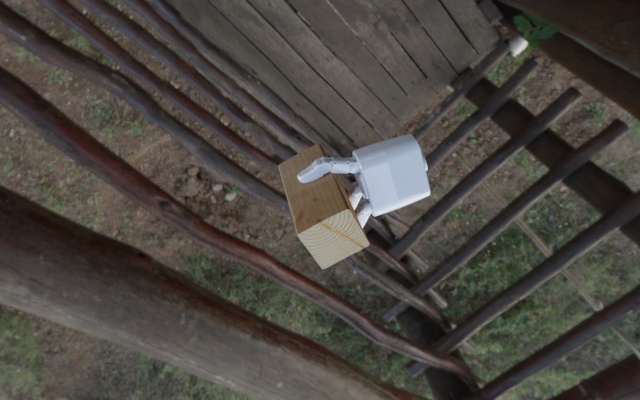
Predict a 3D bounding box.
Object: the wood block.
[{"bbox_3d":[0.000,0.002,0.816,0.090,0.091,0.206,-28,37,5],"label":"wood block"}]
